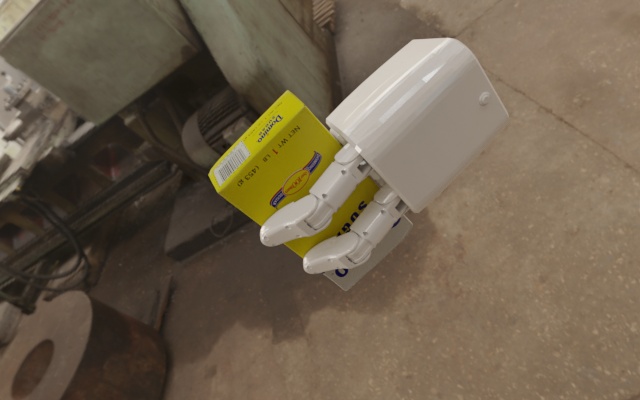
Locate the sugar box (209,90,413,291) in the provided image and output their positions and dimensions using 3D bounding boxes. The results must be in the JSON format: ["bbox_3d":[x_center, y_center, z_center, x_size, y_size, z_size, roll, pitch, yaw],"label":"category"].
[{"bbox_3d":[0.000,0.001,0.411,0.176,0.093,0.048,42,6,-36],"label":"sugar box"}]
